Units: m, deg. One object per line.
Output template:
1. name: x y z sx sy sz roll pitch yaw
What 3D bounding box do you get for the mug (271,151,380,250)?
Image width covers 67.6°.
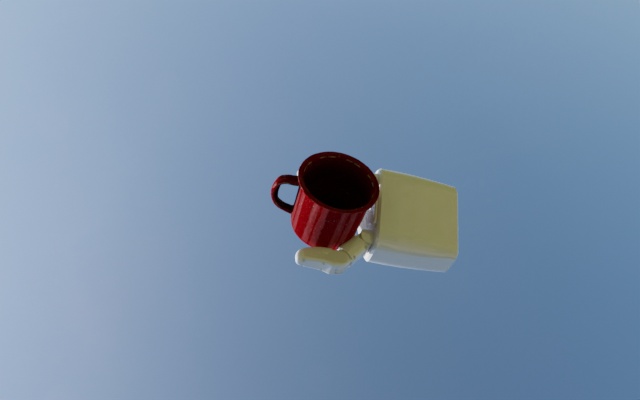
1. mug: -0.001 0.002 0.552 0.117 0.093 0.082 11 -43 -8
